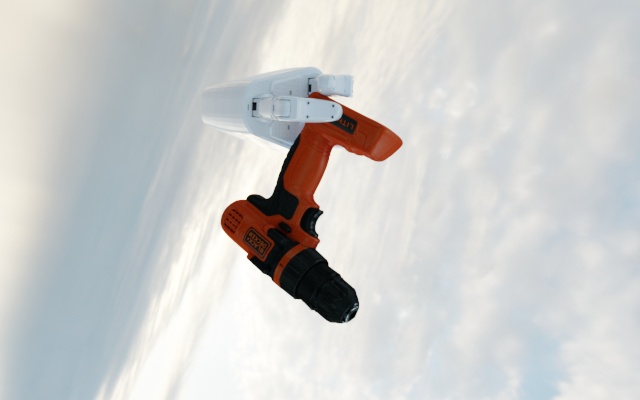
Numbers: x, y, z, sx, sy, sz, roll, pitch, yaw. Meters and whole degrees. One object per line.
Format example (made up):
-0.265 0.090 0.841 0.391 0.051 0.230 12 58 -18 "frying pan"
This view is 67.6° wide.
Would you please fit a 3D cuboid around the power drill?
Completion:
0.000 0.001 0.472 0.184 0.187 0.057 35 7 29 "power drill"
